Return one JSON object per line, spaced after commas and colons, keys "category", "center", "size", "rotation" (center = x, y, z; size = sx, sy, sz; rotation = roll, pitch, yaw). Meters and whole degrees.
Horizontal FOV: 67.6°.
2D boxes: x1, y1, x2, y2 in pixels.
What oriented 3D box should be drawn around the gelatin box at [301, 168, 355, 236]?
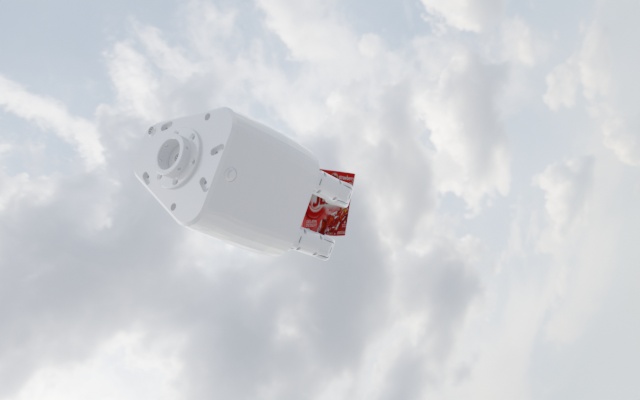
{"category": "gelatin box", "center": [0.000, 0.002, 0.518], "size": [0.030, 0.073, 0.089], "rotation": [12, 5, 33]}
